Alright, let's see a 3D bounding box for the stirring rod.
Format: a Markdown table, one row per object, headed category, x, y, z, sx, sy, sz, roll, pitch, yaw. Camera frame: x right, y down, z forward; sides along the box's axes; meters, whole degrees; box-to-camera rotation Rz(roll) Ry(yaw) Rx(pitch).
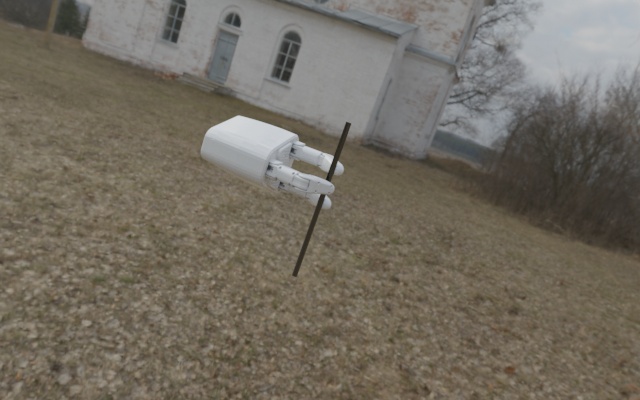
| category | x | y | z | sx | sy | sz | roll | pitch | yaw |
| --- | --- | --- | --- | --- | --- | --- | --- | --- | --- |
| stirring rod | 0.000 | 0.002 | 0.691 | 0.011 | 0.239 | 0.011 | 19 | 13 | -4 |
